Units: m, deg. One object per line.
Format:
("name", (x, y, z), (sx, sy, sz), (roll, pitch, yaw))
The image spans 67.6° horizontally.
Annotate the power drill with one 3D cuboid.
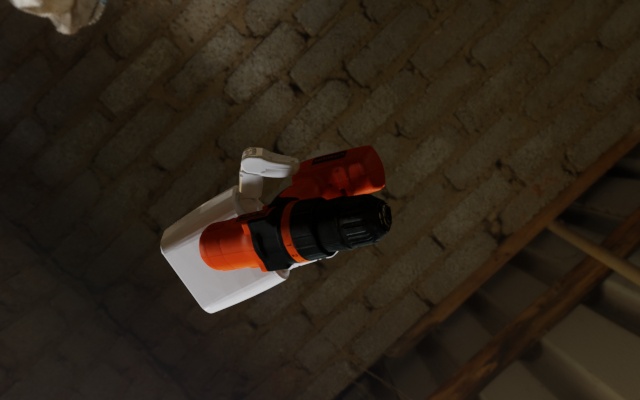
("power drill", (0.000, 0.001, 0.460), (0.184, 0.057, 0.187), (-11, 16, 29))
